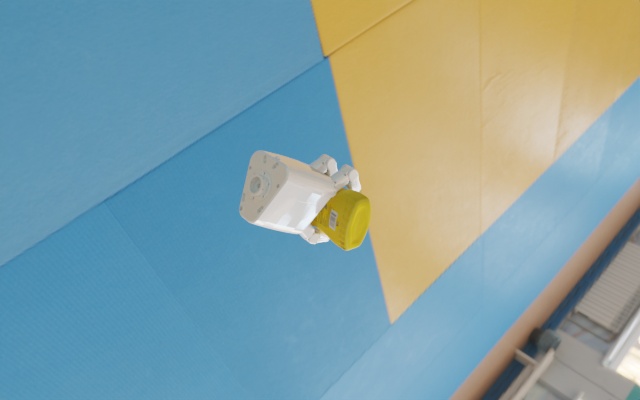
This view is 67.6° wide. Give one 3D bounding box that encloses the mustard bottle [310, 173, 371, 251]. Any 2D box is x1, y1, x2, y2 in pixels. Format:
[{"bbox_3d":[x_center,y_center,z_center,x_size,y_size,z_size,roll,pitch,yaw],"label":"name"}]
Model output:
[{"bbox_3d":[0.001,0.003,0.831,0.058,0.096,0.191,-16,35,-39],"label":"mustard bottle"}]
